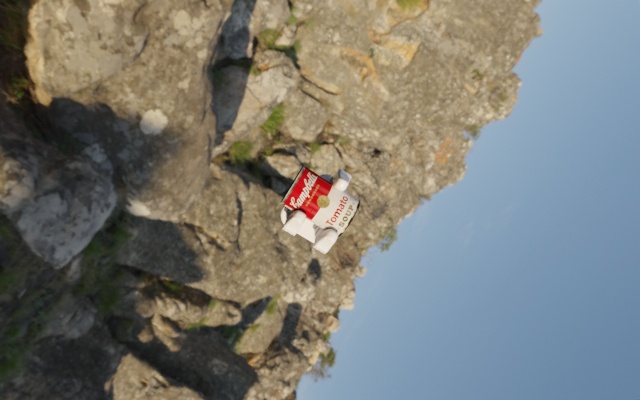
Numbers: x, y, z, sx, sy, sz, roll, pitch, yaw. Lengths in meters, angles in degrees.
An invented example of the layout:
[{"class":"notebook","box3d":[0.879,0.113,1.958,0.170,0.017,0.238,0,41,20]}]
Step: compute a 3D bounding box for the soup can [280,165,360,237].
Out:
[{"class":"soup can","box3d":[0.000,0.002,0.718,0.102,0.068,0.068,32,-4,-6]}]
